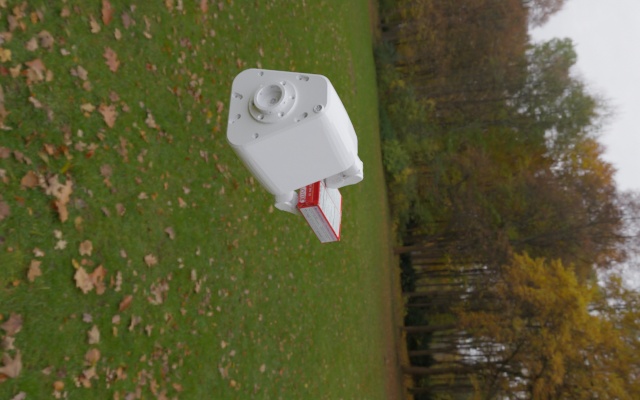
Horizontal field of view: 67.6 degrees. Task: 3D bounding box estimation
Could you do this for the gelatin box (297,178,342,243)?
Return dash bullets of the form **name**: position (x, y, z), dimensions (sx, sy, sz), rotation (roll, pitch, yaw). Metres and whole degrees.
- **gelatin box**: position (0.001, 0.002, 0.624), dimensions (0.030, 0.073, 0.089), rotation (-10, -38, 19)
